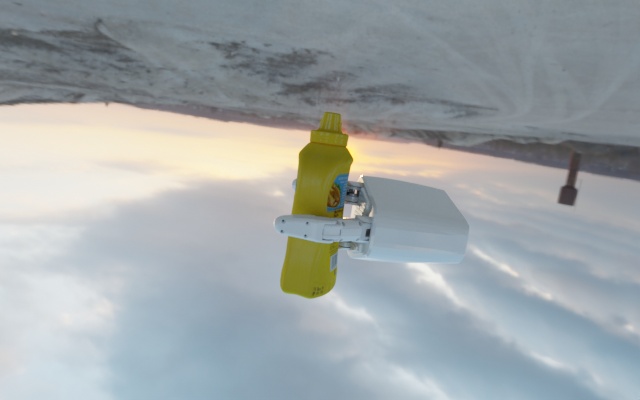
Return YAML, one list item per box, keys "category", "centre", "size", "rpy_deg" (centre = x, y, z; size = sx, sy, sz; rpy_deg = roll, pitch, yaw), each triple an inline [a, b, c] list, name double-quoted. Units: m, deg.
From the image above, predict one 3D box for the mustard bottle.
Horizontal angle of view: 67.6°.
- category: "mustard bottle"
  centre: [0.000, 0.002, 0.515]
  size: [0.058, 0.191, 0.096]
  rpy_deg: [11, 9, 15]
